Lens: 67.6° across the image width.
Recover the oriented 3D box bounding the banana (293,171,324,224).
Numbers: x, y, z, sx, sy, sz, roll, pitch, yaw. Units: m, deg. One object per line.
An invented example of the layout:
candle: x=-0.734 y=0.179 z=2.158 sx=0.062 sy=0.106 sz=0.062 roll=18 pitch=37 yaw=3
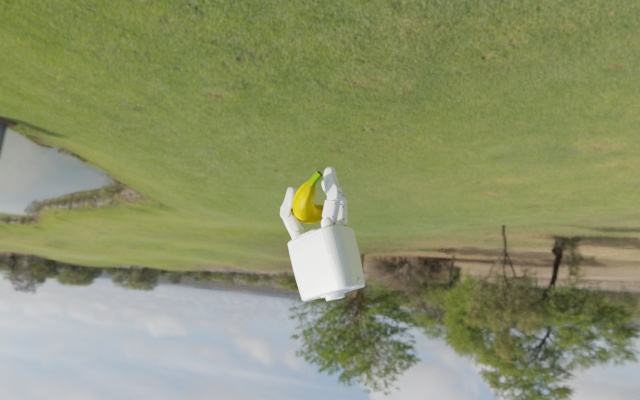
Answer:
banana: x=-0.016 y=0.011 z=0.861 sx=0.069 sy=0.037 sz=0.198 roll=-31 pitch=-17 yaw=-7
